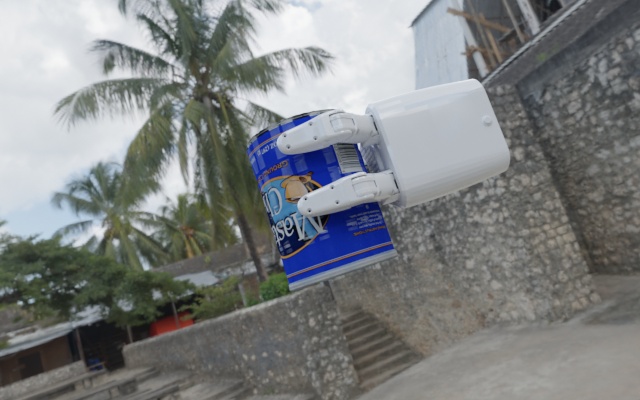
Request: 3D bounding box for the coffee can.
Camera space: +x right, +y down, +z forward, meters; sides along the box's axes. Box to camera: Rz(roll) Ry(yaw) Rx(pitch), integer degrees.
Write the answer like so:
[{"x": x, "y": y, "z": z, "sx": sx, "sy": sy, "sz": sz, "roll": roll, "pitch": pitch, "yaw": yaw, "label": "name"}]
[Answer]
[{"x": 0.000, "y": 0.002, "z": 0.443, "sx": 0.103, "sy": 0.140, "sz": 0.103, "roll": -18, "pitch": -9, "yaw": -3, "label": "coffee can"}]
